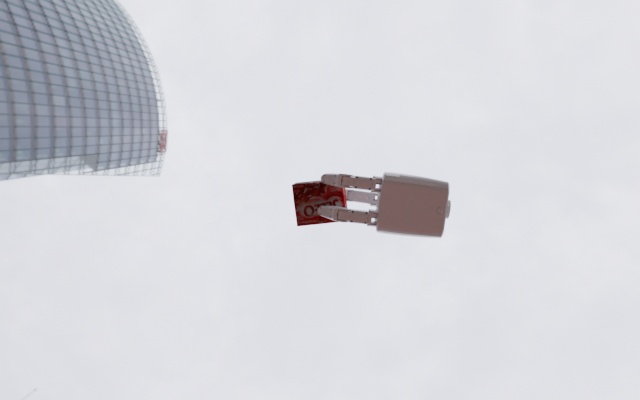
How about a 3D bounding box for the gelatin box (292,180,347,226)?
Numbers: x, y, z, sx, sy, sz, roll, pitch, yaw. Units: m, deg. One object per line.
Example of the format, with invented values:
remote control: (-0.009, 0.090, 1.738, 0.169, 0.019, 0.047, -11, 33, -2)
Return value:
gelatin box: (0.000, 0.003, 0.813, 0.089, 0.073, 0.030, -6, 7, 12)
